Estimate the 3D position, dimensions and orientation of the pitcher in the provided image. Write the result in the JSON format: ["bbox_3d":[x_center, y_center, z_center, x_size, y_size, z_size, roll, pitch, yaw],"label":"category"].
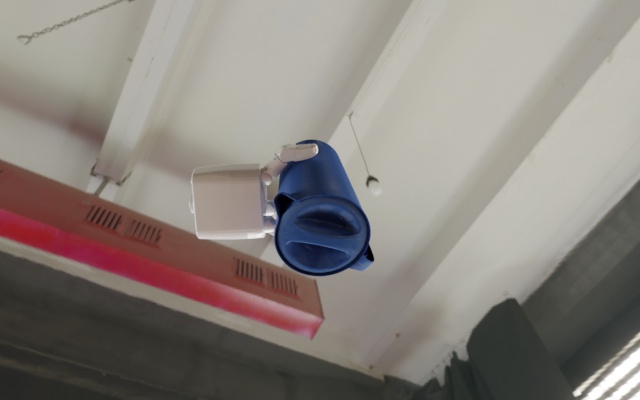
[{"bbox_3d":[0.000,0.002,0.753,0.145,0.149,0.242,-4,29,-3],"label":"pitcher"}]
